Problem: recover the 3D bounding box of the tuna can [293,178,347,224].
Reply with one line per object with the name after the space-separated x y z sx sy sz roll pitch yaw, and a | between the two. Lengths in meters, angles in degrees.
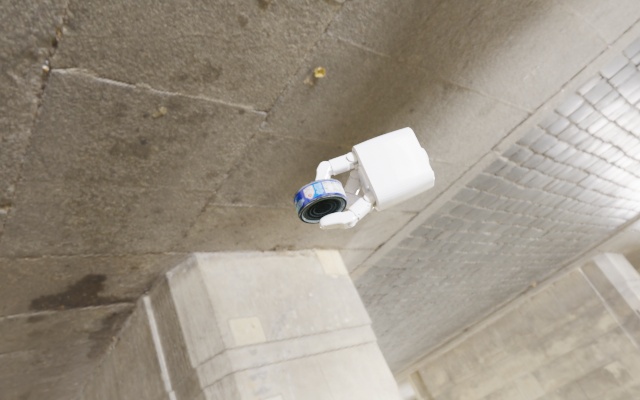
0.000 0.003 0.782 0.086 0.033 0.086 -15 -29 -9 | tuna can
